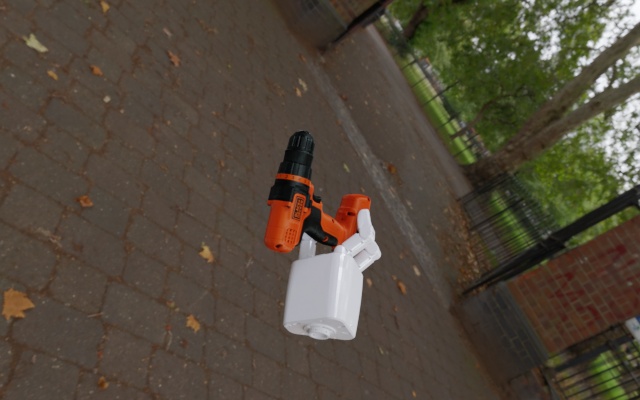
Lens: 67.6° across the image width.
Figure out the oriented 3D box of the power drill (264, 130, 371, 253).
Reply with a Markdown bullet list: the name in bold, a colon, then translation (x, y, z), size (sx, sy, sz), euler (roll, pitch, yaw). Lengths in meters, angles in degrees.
- **power drill**: translation (0.000, 0.003, 0.752), size (0.057, 0.184, 0.188), euler (6, -11, 45)
